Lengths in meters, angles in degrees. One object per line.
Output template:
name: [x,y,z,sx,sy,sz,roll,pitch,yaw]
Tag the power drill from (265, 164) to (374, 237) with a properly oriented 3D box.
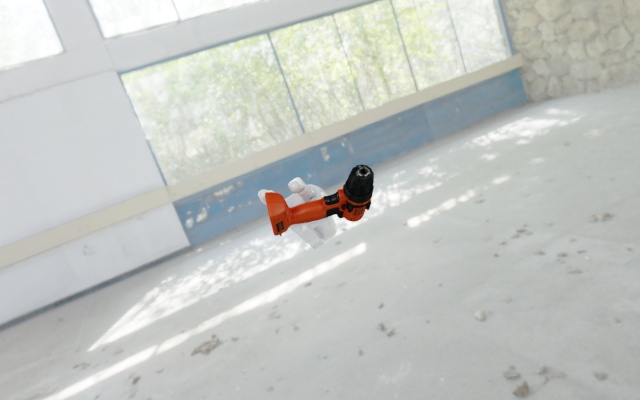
power drill: [0.000,0.003,0.839,0.187,0.057,0.184,-10,-24,-6]
